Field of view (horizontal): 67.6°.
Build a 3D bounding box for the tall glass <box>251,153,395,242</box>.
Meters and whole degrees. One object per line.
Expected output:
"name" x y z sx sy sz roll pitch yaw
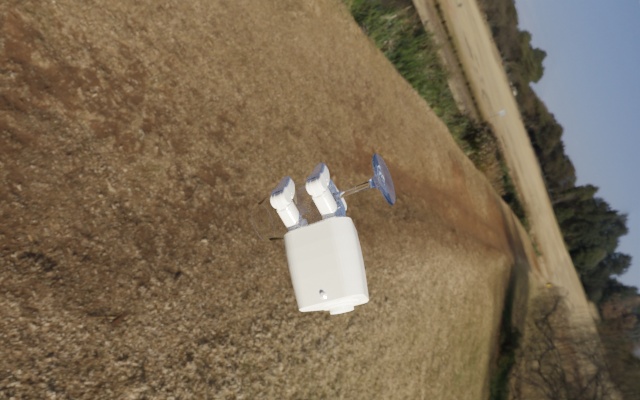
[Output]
"tall glass" 0.001 0.002 0.683 0.201 0.079 0.079 -19 -8 22
